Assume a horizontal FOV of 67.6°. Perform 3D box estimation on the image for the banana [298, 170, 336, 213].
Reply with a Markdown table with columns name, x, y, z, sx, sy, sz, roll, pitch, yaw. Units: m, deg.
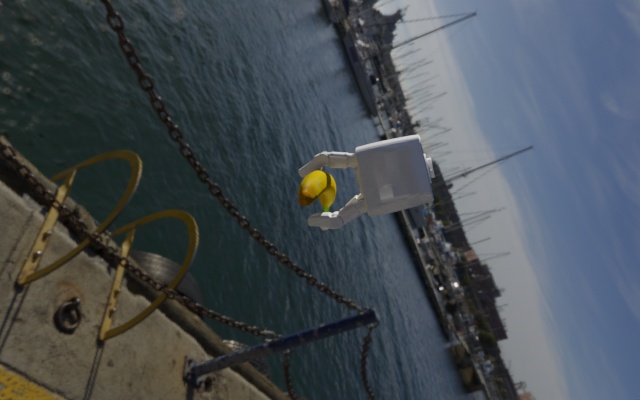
| name | x | y | z | sx | sy | sz | roll | pitch | yaw |
| --- | --- | --- | --- | --- | --- | --- | --- | --- | --- |
| banana | 0.000 | -0.016 | 0.775 | 0.037 | 0.069 | 0.198 | -5 | -8 | 12 |
